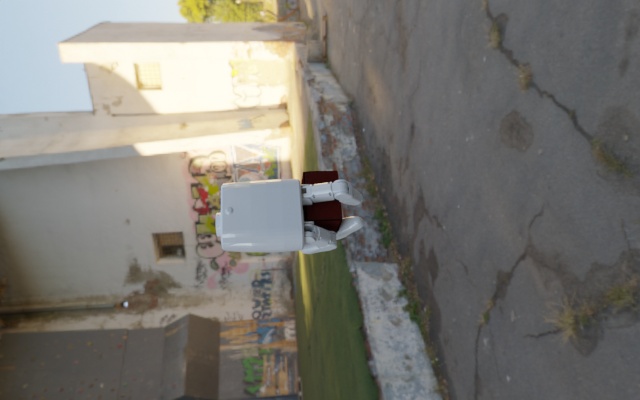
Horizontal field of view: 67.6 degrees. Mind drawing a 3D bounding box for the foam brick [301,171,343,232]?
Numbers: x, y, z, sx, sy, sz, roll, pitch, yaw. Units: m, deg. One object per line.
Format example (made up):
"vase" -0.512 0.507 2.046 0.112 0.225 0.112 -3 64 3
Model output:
"foam brick" 0.000 0.002 0.682 0.051 0.078 0.053 -2 -24 -6
